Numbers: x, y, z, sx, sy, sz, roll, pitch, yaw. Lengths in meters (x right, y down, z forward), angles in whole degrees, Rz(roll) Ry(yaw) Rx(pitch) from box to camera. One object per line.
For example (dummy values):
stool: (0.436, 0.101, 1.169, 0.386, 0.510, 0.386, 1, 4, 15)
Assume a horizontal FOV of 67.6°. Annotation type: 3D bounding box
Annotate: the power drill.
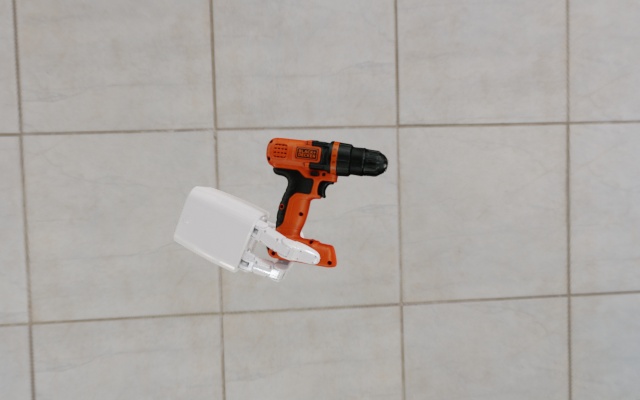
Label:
power drill: (0.000, 0.003, 0.717, 0.184, 0.187, 0.057, 8, -4, 10)
